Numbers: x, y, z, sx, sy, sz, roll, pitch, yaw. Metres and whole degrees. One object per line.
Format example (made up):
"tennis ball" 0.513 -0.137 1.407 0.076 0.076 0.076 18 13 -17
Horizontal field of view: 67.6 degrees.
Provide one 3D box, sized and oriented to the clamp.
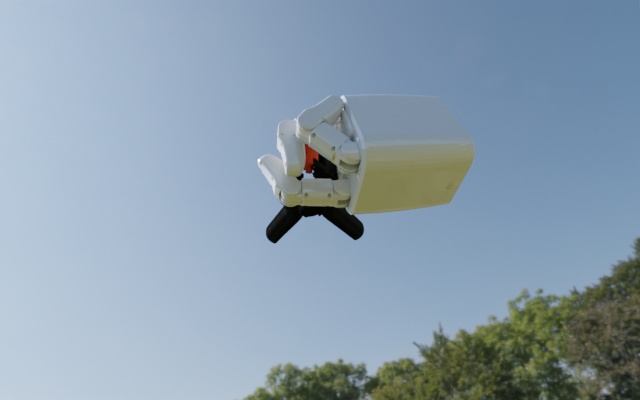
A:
"clamp" 0.000 0.001 0.537 0.120 0.039 0.172 -3 -31 -9
